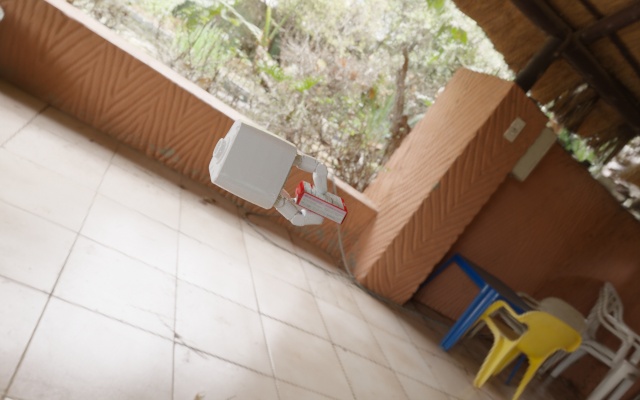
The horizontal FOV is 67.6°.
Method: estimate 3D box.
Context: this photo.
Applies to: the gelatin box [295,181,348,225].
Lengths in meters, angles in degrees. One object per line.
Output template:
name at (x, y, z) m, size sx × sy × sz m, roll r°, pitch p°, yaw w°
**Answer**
gelatin box at (0.001, 0.002, 0.839) m, size 0.089 × 0.030 × 0.073 m, roll 24°, pitch 14°, yaw -11°
